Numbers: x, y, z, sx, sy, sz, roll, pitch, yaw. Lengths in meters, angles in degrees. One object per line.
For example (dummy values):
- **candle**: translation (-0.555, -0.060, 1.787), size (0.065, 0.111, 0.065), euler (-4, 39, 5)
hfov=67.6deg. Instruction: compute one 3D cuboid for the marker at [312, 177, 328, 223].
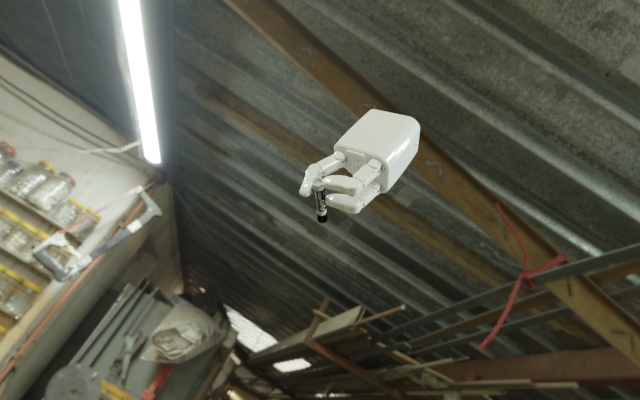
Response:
- **marker**: translation (0.000, 0.003, 0.805), size (0.020, 0.020, 0.121), euler (0, -33, 5)
